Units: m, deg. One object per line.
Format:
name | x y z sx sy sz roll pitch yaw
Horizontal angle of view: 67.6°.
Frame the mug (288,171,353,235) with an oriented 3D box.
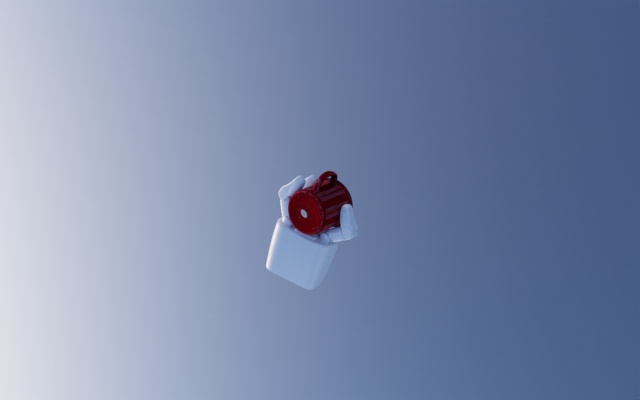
mug | 0.000 0.002 0.837 0.093 0.117 0.081 32 30 26
